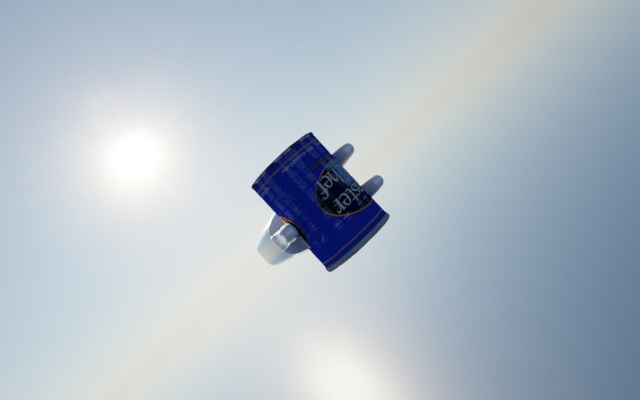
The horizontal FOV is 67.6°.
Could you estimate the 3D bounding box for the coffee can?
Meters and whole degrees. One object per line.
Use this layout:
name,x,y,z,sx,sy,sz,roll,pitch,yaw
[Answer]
coffee can,0.000,0.002,0.585,0.103,0.140,0.103,-43,-1,-1
